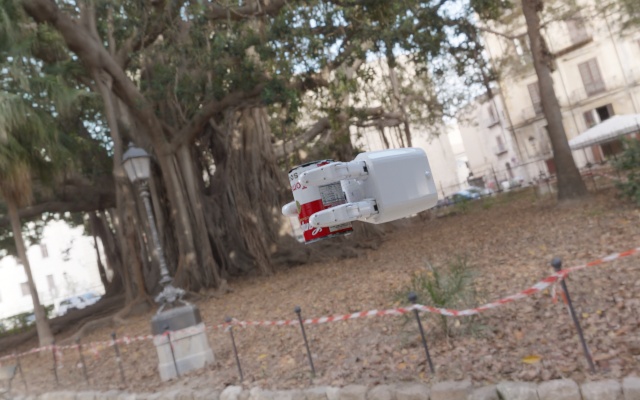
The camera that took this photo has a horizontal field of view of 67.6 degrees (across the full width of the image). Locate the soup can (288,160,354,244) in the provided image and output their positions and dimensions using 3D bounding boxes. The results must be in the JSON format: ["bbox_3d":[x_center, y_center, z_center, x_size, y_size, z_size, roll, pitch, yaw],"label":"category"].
[{"bbox_3d":[0.000,0.002,0.649,0.068,0.102,0.068,-14,-5,-1],"label":"soup can"}]
